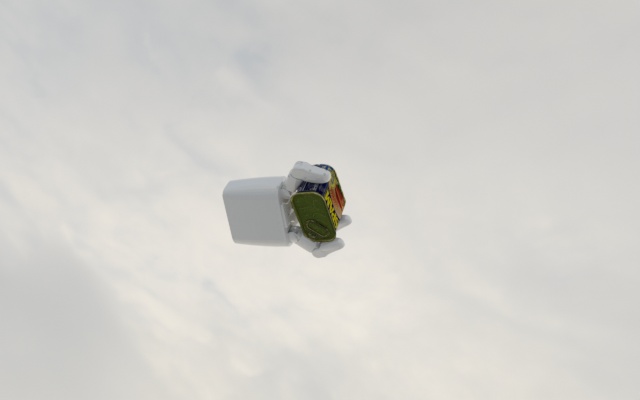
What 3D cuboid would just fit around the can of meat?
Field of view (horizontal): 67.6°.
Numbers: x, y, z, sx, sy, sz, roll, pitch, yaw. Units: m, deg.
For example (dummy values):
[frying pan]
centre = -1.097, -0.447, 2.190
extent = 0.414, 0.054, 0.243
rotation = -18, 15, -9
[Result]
[can of meat]
centre = 0.000, 0.002, 0.779
extent = 0.057, 0.102, 0.084
rotation = -3, 38, 22
